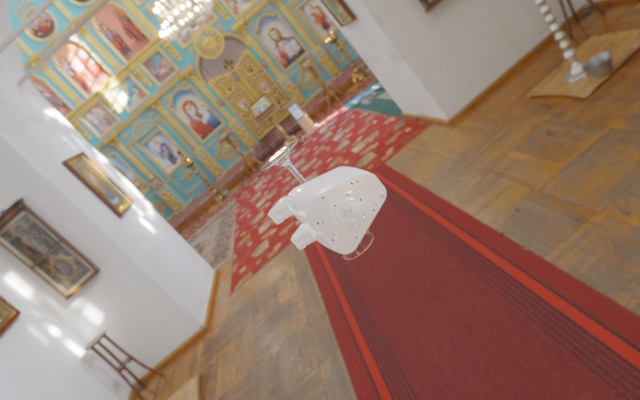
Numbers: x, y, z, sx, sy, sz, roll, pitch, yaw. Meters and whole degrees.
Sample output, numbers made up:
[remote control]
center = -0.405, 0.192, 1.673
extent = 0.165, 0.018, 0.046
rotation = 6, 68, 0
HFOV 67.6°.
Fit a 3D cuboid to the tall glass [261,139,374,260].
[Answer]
[tall glass]
center = 0.000, 0.002, 0.755
extent = 0.079, 0.201, 0.079
rotation = -37, 15, 12
